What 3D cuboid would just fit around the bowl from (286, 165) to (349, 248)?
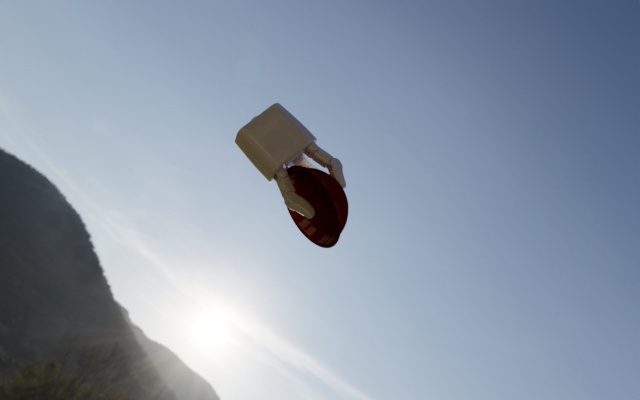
[{"bbox_3d":[0.001,0.004,0.865,0.055,0.162,0.162,-27,15,-31],"label":"bowl"}]
